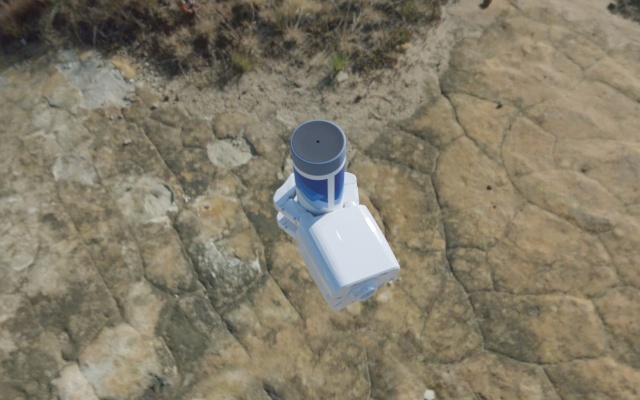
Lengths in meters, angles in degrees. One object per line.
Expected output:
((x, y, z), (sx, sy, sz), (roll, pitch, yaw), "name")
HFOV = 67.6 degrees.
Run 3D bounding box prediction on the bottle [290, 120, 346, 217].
((0.000, 0.002, 0.693), (0.069, 0.069, 0.296), (0, -29, 1), "bottle")
